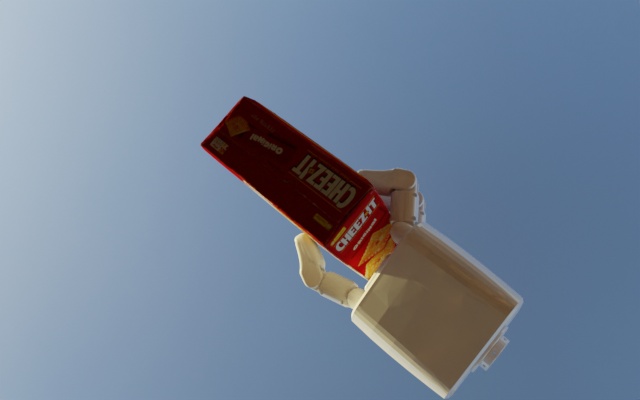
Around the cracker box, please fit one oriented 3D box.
[{"bbox_3d":[0.000,0.002,0.496,0.164,0.072,0.214,37,-4,26],"label":"cracker box"}]
